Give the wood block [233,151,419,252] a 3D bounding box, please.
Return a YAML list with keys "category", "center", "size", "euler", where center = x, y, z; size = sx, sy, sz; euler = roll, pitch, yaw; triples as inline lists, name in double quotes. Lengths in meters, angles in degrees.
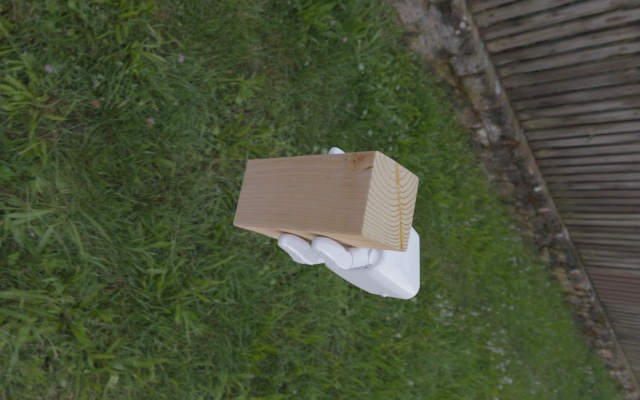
- category: "wood block"
  center: [0.001, 0.002, 0.574]
  size: [0.206, 0.091, 0.090]
  euler: [1, -16, 42]
